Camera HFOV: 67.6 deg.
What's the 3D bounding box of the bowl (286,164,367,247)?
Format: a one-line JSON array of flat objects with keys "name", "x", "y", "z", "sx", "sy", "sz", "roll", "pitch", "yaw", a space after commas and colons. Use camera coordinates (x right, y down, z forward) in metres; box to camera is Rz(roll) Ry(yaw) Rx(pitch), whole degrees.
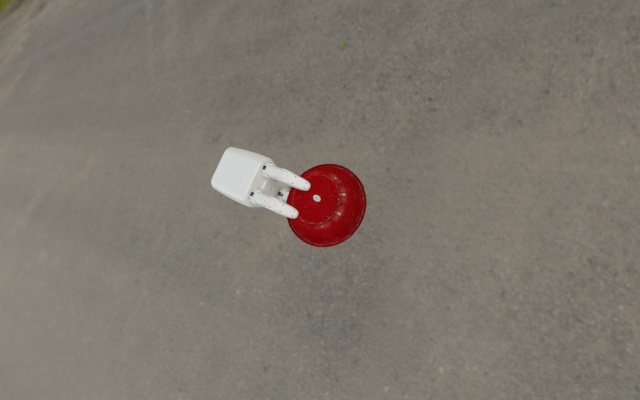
[{"name": "bowl", "x": 0.001, "y": 0.003, "z": 0.876, "sx": 0.162, "sy": 0.162, "sz": 0.055, "roll": 0, "pitch": -12, "yaw": 20}]
